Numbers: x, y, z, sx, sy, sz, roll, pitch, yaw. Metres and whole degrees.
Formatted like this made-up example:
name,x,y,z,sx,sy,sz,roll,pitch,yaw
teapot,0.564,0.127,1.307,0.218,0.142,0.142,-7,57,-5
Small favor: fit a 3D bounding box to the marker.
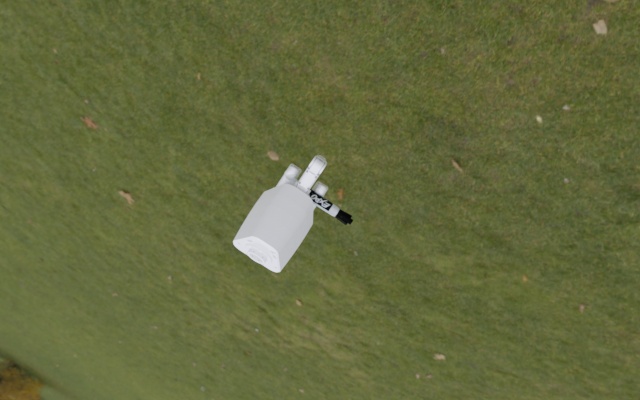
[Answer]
name,x,y,z,sx,sy,sz,roll,pitch,yaw
marker,0.000,0.002,0.772,0.121,0.020,0.020,33,-1,-2
